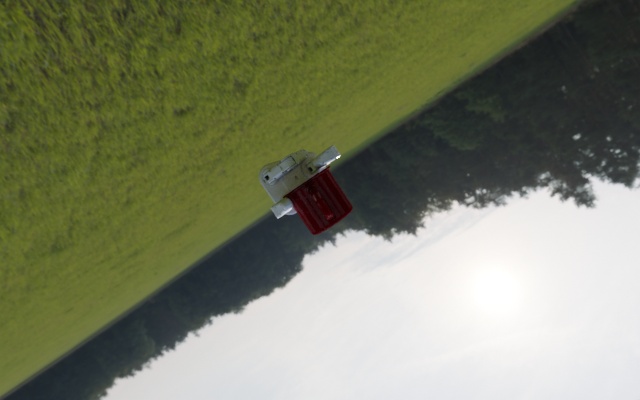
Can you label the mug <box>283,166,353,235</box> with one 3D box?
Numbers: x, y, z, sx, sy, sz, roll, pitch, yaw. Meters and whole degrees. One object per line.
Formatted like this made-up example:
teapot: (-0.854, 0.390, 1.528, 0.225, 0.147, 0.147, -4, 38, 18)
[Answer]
mug: (0.000, 0.003, 0.767, 0.093, 0.081, 0.117, -34, 3, -3)
